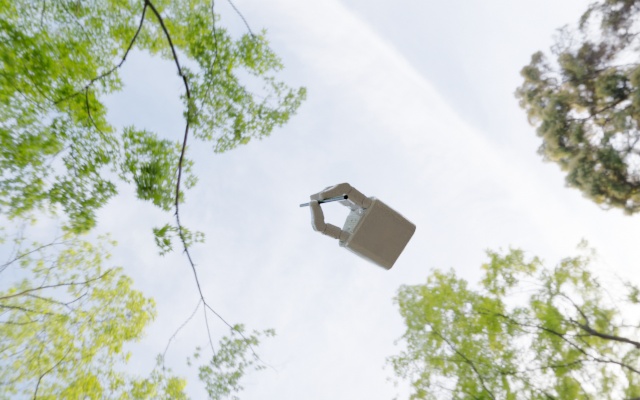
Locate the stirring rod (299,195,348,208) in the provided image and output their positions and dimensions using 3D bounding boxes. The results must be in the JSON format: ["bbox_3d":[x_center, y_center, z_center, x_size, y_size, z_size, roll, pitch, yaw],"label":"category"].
[{"bbox_3d":[0.000,0.003,0.872,0.011,0.011,0.239,0,-4,-20],"label":"stirring rod"}]
